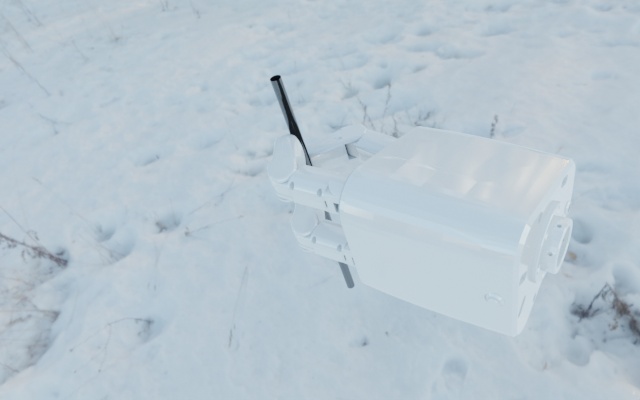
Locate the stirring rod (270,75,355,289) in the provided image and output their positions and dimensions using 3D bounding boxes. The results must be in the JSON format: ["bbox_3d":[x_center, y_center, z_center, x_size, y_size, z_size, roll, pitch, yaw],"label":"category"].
[{"bbox_3d":[0.000,0.001,0.405,0.011,0.240,0.011,-11,42,10],"label":"stirring rod"}]
